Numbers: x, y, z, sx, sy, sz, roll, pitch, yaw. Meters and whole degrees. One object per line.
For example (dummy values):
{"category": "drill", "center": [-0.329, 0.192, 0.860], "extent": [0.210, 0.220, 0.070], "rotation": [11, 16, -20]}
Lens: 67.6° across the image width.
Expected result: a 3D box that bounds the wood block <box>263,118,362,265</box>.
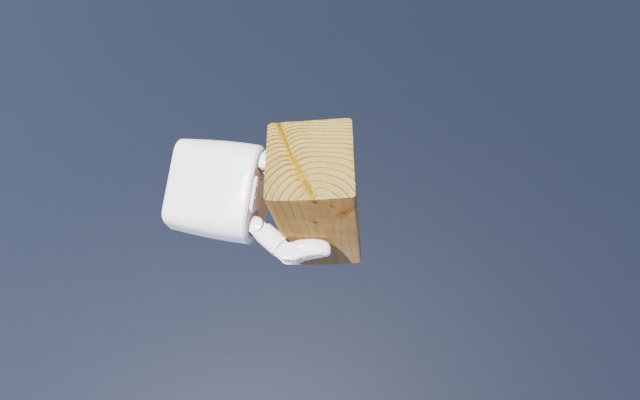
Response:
{"category": "wood block", "center": [0.000, 0.002, 0.559], "extent": [0.090, 0.090, 0.206], "rotation": [-2, -25, 6]}
